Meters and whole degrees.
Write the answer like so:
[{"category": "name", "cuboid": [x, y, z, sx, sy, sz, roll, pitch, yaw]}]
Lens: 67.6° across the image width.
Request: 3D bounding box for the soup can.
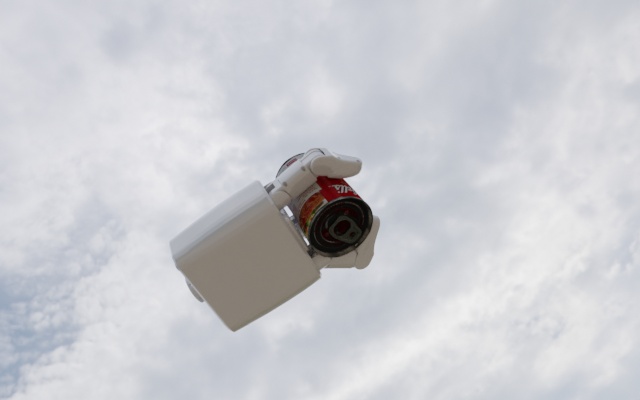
[{"category": "soup can", "cuboid": [0.000, 0.001, 0.488, 0.068, 0.068, 0.102, 0, 30, -27]}]
